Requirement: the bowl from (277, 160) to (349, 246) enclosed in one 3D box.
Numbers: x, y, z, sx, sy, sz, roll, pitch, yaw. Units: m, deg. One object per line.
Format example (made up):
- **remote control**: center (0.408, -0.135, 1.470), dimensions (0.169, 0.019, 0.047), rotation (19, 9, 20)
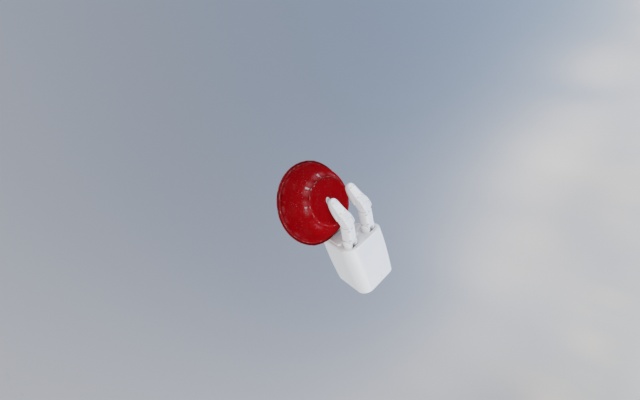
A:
- **bowl**: center (0.000, 0.002, 0.883), dimensions (0.162, 0.162, 0.055), rotation (0, -3, -38)
